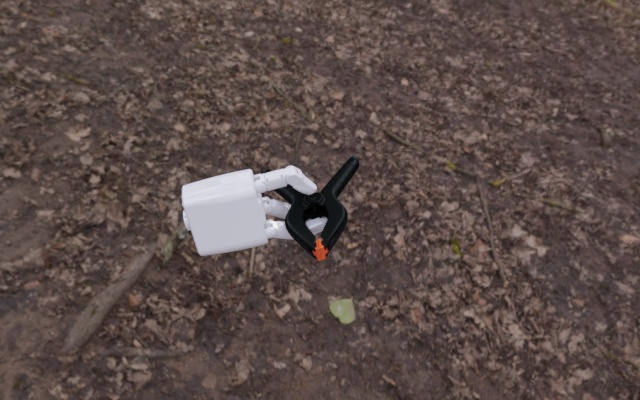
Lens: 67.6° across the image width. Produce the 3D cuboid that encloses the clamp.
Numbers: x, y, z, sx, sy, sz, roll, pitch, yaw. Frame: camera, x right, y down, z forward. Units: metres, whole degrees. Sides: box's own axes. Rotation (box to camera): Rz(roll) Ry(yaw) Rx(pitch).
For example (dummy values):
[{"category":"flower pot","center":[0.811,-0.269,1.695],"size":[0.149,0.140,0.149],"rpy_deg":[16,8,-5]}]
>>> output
[{"category":"clamp","center":[0.000,0.002,0.742],"size":[0.164,0.036,0.209],"rpy_deg":[-14,43,-3]}]
